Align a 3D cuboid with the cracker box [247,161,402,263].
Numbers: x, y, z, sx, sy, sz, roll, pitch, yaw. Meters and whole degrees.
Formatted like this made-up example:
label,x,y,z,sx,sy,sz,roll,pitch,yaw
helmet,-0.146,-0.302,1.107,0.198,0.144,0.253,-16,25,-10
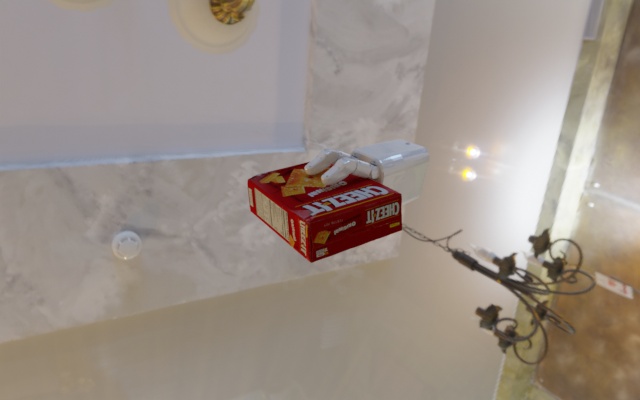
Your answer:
label,x,y,z,sx,sy,sz,roll,pitch,yaw
cracker box,0.000,0.003,0.761,0.164,0.072,0.213,-17,27,-26
